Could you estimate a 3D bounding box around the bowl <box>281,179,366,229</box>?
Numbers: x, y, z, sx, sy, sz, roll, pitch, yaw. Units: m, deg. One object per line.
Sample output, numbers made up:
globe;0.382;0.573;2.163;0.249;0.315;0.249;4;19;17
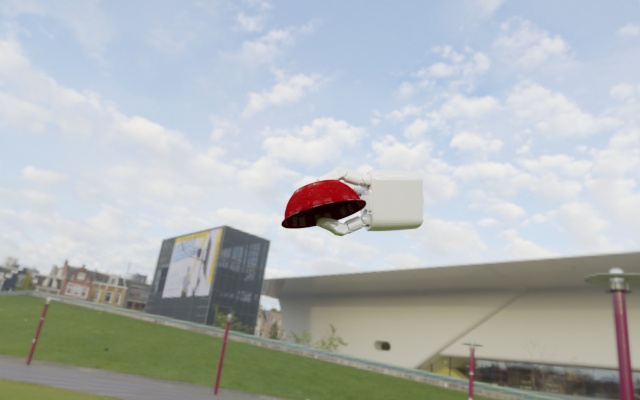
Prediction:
bowl;-0.001;0.003;0.877;0.162;0.055;0.162;-14;-14;-4
